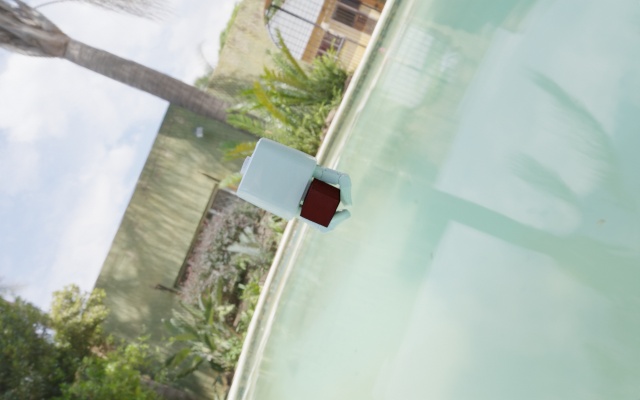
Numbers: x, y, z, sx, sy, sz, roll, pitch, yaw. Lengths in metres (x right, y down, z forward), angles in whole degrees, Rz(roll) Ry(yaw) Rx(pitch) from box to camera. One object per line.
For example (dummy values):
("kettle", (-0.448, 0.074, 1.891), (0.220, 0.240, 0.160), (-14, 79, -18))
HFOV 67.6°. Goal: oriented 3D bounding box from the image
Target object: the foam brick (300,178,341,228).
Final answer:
("foam brick", (0.000, 0.003, 0.792), (0.051, 0.053, 0.078), (24, 15, -5))
